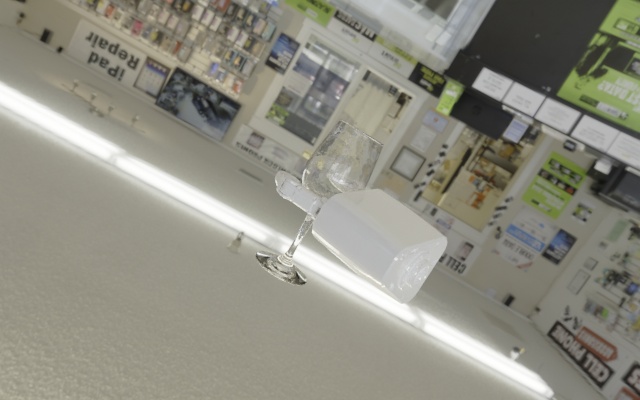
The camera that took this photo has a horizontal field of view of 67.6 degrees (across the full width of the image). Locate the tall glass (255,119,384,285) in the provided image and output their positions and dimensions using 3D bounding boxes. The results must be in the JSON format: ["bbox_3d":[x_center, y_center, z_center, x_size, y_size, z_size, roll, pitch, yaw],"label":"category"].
[{"bbox_3d":[0.000,0.002,0.591,0.079,0.201,0.079,29,10,-5],"label":"tall glass"}]
